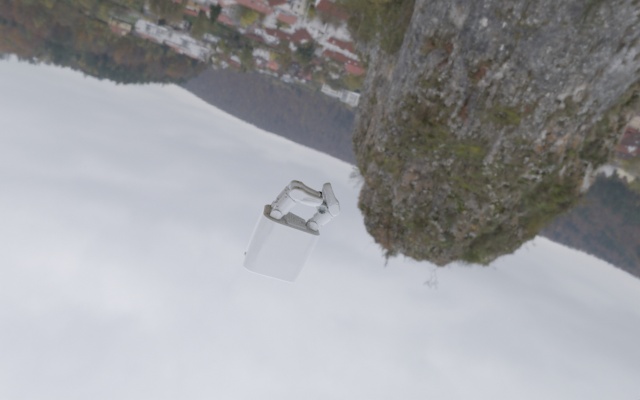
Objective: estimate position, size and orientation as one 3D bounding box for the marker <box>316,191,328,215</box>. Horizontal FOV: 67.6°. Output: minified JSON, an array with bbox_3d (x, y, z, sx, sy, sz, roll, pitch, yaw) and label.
[{"bbox_3d":[0.000,0.003,0.884,0.020,0.020,0.121,0,13,-3],"label":"marker"}]
